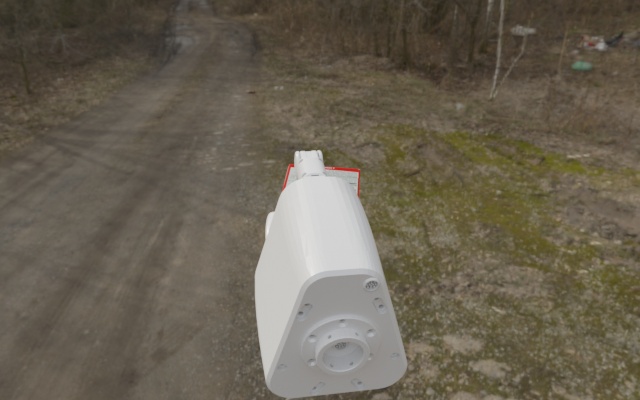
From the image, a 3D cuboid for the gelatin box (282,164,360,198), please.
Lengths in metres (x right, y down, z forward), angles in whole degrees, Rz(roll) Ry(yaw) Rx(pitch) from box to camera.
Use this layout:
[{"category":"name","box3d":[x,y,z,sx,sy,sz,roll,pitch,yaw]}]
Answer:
[{"category":"gelatin box","box3d":[0.000,0.001,0.455,0.073,0.030,0.089,4,36,3]}]
